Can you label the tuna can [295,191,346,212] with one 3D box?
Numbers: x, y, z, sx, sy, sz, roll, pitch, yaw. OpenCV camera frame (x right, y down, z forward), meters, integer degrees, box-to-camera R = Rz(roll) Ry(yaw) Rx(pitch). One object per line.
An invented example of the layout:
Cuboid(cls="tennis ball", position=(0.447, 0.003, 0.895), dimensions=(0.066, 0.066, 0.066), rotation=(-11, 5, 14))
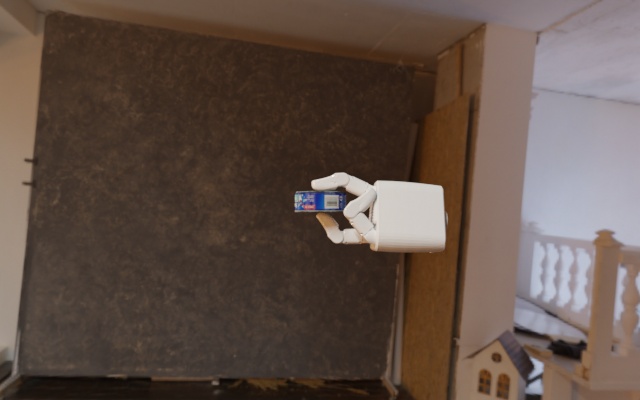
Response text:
Cuboid(cls="tuna can", position=(0.000, 0.002, 0.785), dimensions=(0.086, 0.034, 0.086), rotation=(0, -1, 0))
